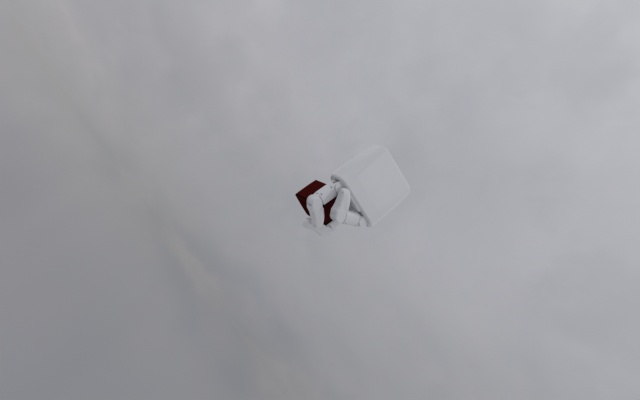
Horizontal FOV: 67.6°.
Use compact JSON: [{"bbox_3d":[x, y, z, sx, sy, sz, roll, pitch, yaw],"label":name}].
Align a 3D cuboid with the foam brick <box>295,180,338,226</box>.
[{"bbox_3d":[0.000,0.003,0.892,0.051,0.053,0.078,-38,31,-16],"label":"foam brick"}]
